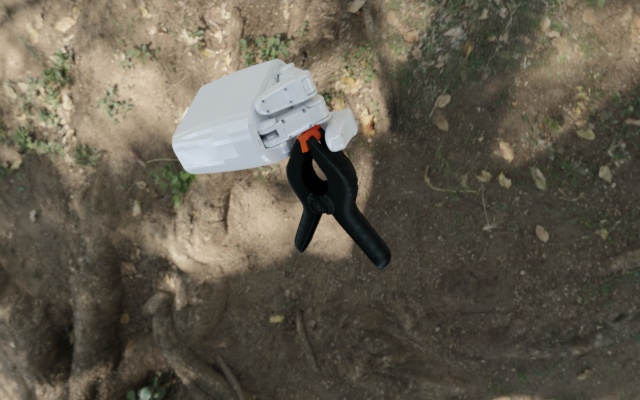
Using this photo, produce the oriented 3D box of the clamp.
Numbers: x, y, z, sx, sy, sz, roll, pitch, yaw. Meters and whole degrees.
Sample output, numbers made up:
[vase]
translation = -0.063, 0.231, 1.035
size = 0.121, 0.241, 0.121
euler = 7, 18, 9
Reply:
[clamp]
translation = 0.000, 0.002, 0.512
size = 0.120, 0.171, 0.039
euler = -5, 29, 31
